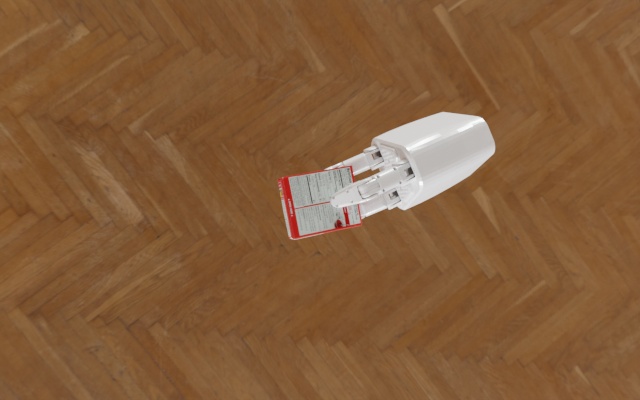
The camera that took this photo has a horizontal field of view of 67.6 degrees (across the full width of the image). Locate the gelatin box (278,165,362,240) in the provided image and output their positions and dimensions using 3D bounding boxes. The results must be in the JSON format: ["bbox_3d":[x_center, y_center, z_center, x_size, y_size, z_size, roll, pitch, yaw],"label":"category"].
[{"bbox_3d":[0.000,0.002,0.565,0.089,0.073,0.030,-11,0,-16],"label":"gelatin box"}]
